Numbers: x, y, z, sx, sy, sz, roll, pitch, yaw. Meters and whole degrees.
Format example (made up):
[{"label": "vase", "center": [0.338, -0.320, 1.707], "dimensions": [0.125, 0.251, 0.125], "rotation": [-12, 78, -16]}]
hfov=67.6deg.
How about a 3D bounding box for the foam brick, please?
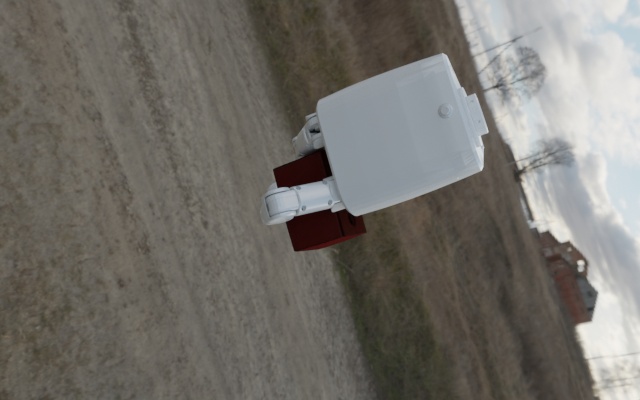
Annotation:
[{"label": "foam brick", "center": [0.000, 0.002, 0.423], "dimensions": [0.051, 0.078, 0.053], "rotation": [-18, -8, 24]}]
